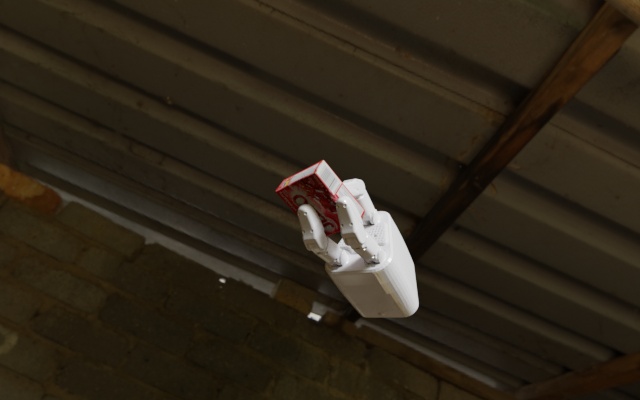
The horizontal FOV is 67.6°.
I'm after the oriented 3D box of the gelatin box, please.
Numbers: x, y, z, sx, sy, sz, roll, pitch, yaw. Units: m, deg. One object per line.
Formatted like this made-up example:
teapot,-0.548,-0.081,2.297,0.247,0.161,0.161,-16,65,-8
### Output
gelatin box,0.000,0.001,0.592,0.073,0.089,0.030,-23,26,41
